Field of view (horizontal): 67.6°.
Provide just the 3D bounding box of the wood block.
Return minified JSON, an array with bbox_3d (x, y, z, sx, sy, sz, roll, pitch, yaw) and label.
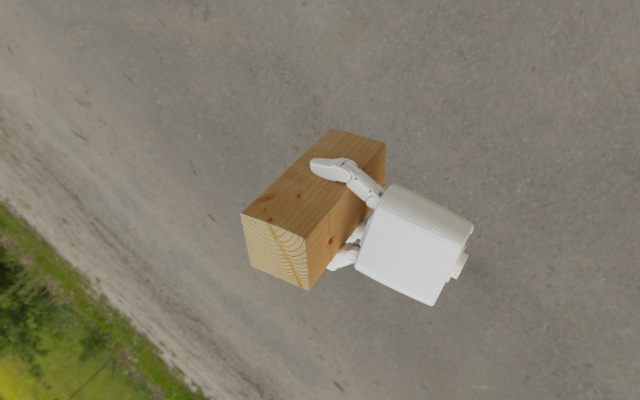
[{"bbox_3d":[0.000,0.002,0.617,0.090,0.091,0.206,19,44,24],"label":"wood block"}]
